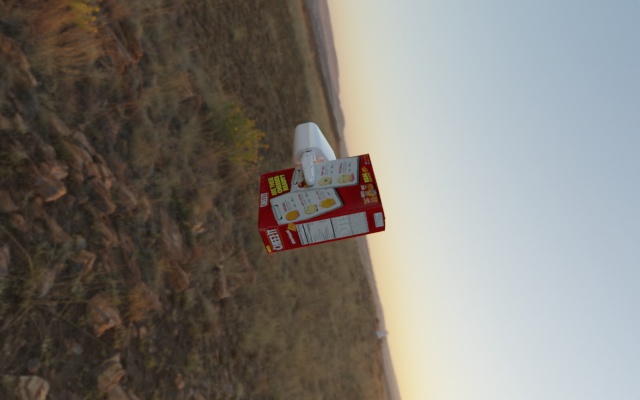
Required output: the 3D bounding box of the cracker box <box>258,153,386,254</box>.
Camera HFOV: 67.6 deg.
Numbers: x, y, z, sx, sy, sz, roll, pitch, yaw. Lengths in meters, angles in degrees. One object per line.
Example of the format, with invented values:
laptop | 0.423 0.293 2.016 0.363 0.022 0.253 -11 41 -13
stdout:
cracker box | 0.000 0.003 0.867 0.214 0.072 0.164 -12 38 4
